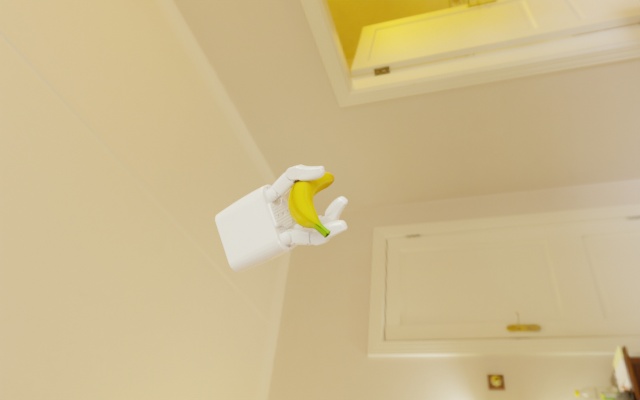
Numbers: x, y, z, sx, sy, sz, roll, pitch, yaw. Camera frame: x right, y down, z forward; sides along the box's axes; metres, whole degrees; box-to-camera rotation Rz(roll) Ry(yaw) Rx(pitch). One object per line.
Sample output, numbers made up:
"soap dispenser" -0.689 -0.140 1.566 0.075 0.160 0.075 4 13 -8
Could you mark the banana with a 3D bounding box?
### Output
"banana" -0.015 -0.006 0.752 0.069 0.037 0.197 34 26 -13
